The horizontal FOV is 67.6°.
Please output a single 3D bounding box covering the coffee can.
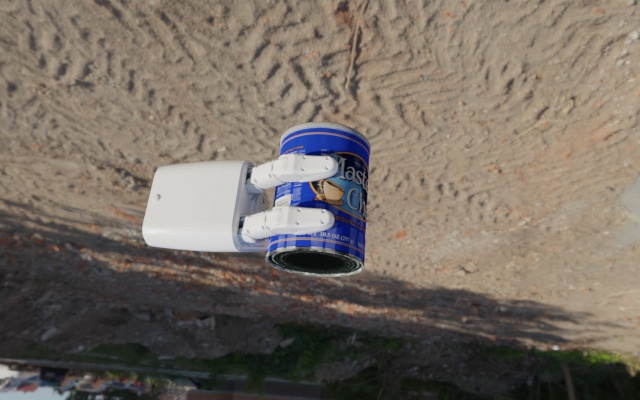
[{"bbox_3d":[0.000,0.002,0.516,0.103,0.140,0.103,4,-22,2],"label":"coffee can"}]
